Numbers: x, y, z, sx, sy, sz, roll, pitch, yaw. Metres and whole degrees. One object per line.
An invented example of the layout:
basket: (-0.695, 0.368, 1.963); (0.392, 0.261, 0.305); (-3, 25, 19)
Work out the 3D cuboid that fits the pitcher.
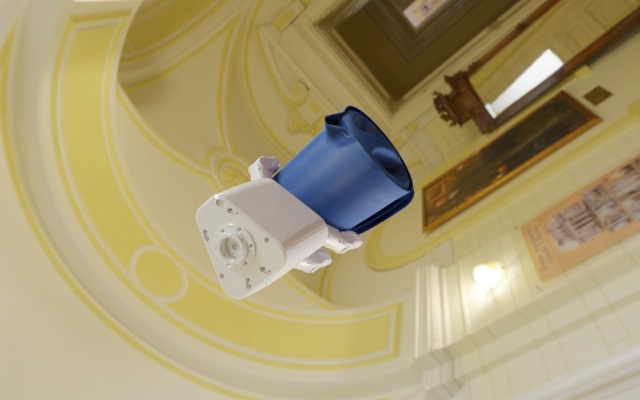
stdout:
pitcher: (0.000, 0.002, 0.650); (0.243, 0.149, 0.145); (-38, -4, 24)
